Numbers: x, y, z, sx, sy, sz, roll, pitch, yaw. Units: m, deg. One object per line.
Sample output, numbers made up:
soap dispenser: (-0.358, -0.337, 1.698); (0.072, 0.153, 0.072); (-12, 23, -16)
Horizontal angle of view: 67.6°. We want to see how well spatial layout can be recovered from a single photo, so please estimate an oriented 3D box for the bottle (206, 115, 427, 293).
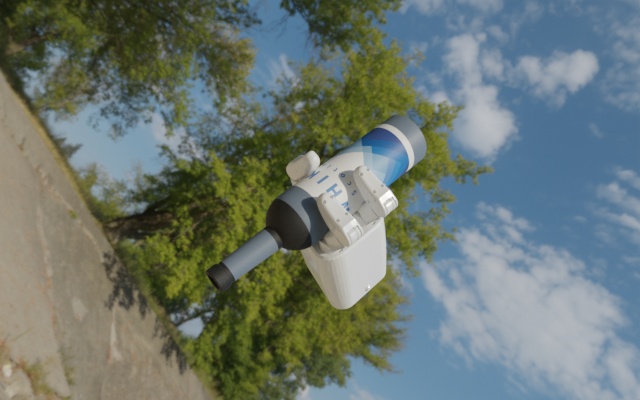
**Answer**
bottle: (0.000, 0.002, 0.538); (0.295, 0.069, 0.069); (-37, 17, -25)
